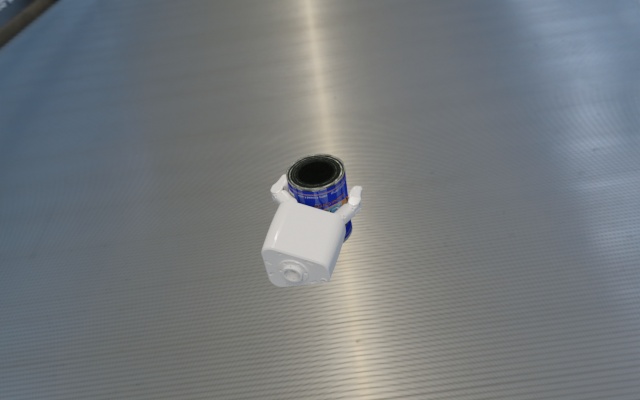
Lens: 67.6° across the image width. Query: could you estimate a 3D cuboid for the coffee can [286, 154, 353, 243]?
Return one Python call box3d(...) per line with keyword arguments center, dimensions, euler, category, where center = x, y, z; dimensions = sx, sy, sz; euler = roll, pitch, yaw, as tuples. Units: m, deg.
box3d(center=(0.000, 0.003, 0.849), dimensions=(0.103, 0.140, 0.102), euler=(-6, 40, 5), category="coffee can")
